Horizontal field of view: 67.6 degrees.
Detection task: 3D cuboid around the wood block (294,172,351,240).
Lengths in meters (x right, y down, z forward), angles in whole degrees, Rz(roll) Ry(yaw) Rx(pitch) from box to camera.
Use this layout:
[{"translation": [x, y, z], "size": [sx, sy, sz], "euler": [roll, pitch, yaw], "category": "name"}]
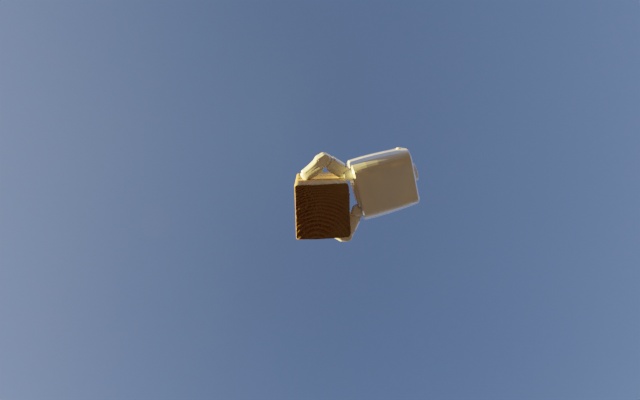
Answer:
[{"translation": [0.001, 0.003, 0.863], "size": [0.090, 0.091, 0.206], "euler": [-3, 8, -1], "category": "wood block"}]
